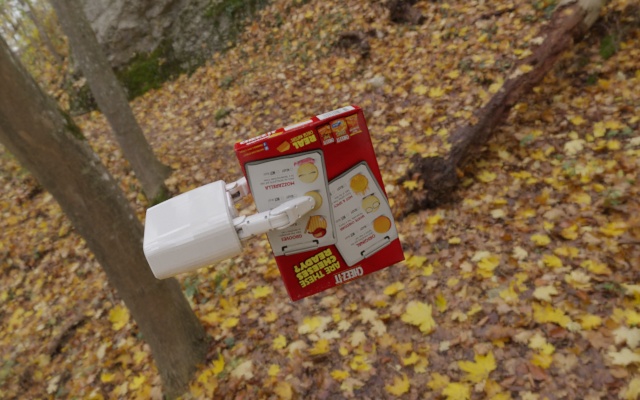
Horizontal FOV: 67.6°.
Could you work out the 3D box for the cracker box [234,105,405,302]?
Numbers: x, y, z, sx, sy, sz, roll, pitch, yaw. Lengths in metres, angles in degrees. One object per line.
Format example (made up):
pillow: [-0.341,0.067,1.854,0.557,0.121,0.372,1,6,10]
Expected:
cracker box: [0.000,0.002,0.626,0.164,0.214,0.072,-20,17,-4]
